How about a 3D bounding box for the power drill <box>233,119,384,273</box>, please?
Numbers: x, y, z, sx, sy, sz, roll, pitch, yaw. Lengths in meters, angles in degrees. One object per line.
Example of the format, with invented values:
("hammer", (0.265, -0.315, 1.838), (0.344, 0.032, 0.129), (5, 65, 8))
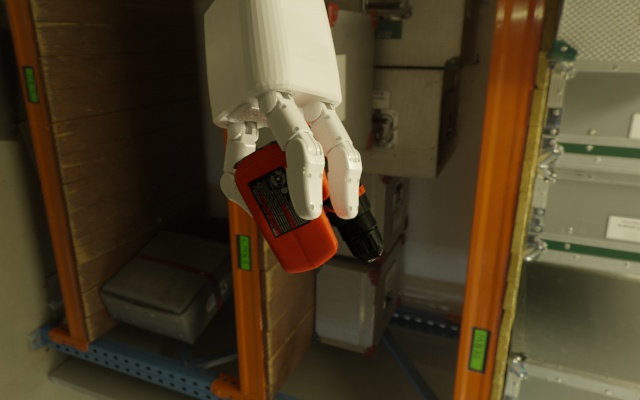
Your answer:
("power drill", (0.000, 0.001, 0.466), (0.057, 0.184, 0.187), (-28, 5, 18))
